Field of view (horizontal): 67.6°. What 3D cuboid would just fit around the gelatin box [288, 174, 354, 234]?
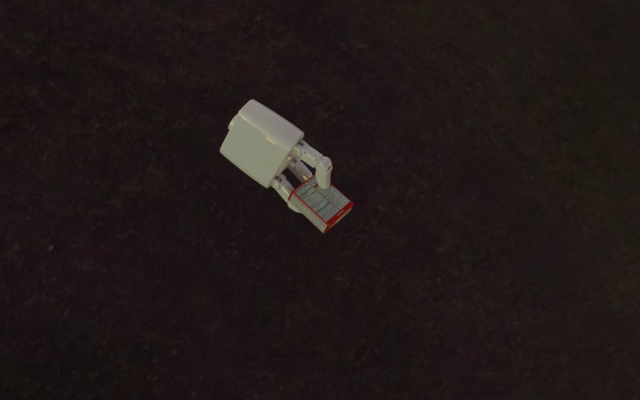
[{"bbox_3d":[0.001,0.003,0.820,0.073,0.089,0.030,-39,-14,-38],"label":"gelatin box"}]
